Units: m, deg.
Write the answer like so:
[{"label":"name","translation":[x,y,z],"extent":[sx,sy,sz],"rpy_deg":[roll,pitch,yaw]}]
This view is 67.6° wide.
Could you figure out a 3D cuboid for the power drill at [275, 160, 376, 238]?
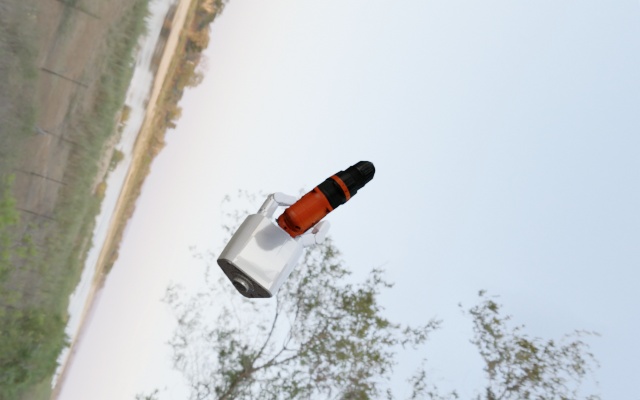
[{"label":"power drill","translation":[0.000,0.003,0.854],"extent":[0.184,0.057,0.188],"rpy_deg":[-33,-4,-20]}]
